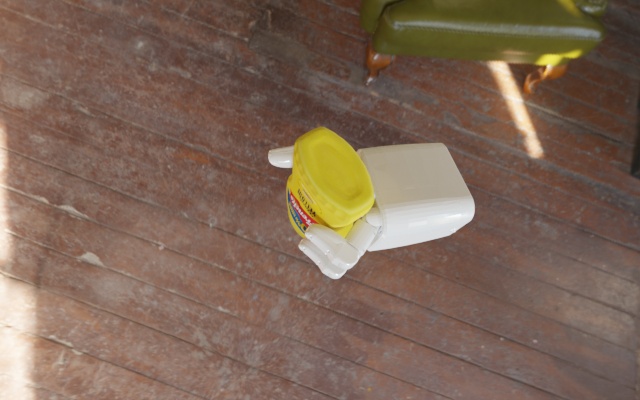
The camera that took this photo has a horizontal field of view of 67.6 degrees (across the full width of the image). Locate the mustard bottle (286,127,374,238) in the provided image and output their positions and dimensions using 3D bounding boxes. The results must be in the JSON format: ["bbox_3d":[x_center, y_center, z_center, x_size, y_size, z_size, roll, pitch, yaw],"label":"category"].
[{"bbox_3d":[0.000,0.002,0.537,0.058,0.096,0.192,-32,-12,-19],"label":"mustard bottle"}]
